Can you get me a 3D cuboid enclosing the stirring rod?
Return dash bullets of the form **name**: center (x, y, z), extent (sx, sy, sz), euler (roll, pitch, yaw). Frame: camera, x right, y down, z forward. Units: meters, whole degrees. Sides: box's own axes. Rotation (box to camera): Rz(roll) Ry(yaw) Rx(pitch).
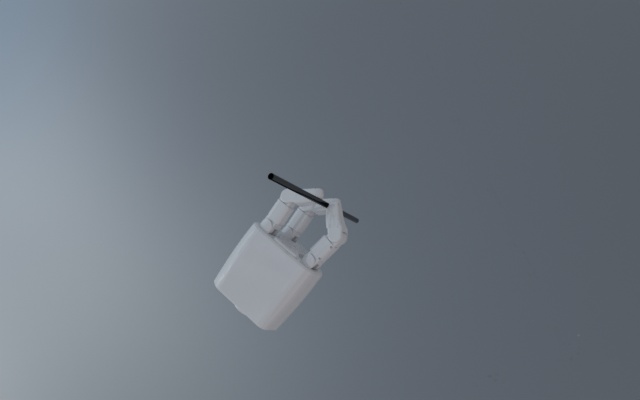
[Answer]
- **stirring rod**: center (0.000, 0.002, 0.635), extent (0.011, 0.011, 0.239), euler (0, -14, 28)
